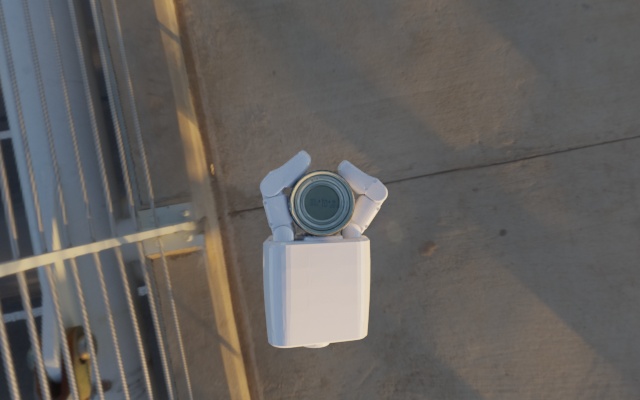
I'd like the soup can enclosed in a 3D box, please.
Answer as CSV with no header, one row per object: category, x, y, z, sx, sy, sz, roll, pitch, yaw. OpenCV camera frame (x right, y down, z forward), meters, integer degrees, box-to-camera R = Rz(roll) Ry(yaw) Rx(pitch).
soup can,0.000,0.001,0.520,0.068,0.068,0.102,0,1,-1
